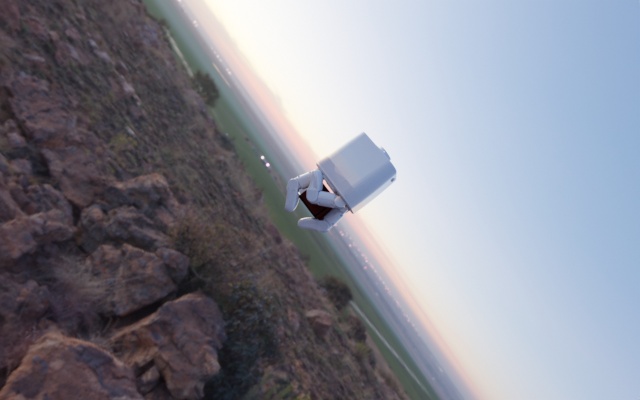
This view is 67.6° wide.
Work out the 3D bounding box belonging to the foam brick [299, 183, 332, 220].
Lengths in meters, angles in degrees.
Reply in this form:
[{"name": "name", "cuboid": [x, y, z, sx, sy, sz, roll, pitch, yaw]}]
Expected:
[{"name": "foam brick", "cuboid": [0.000, 0.003, 0.897, 0.051, 0.053, 0.078, -38, -13, 0]}]
